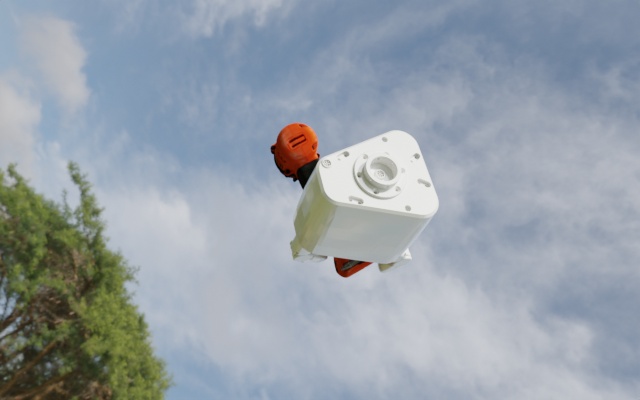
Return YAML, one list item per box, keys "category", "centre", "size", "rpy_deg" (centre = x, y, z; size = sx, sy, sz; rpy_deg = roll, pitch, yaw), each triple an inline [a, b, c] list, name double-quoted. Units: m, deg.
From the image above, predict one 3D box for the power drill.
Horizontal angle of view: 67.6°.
- category: "power drill"
  centre: [0.000, 0.002, 0.599]
  size: [0.057, 0.187, 0.184]
  rpy_deg: [-31, -2, -5]
